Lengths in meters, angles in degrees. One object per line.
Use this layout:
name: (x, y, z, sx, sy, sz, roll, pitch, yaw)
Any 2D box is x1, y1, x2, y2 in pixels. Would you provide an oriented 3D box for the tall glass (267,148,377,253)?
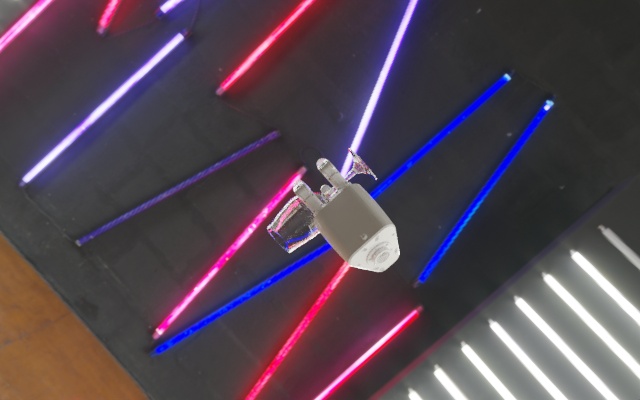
tall glass: (0.001, 0.002, 0.835, 0.201, 0.079, 0.079, -42, -3, 3)
